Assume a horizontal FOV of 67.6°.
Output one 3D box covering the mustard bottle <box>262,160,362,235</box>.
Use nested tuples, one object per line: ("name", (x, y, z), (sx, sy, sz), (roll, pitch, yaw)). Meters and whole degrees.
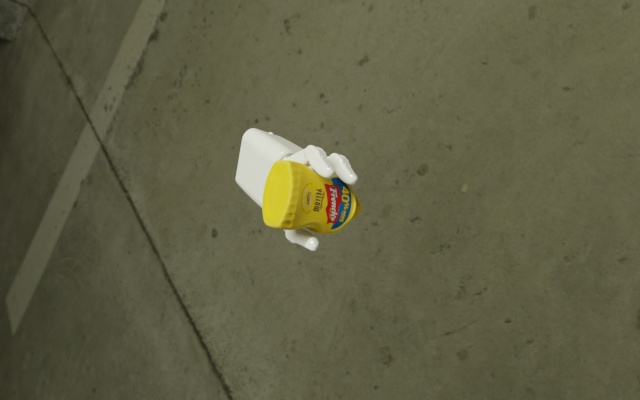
("mustard bottle", (0.000, 0.002, 0.725), (0.058, 0.096, 0.191), (5, -4, 41))
